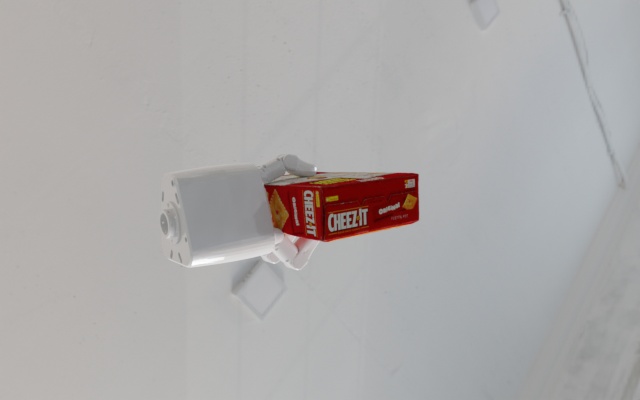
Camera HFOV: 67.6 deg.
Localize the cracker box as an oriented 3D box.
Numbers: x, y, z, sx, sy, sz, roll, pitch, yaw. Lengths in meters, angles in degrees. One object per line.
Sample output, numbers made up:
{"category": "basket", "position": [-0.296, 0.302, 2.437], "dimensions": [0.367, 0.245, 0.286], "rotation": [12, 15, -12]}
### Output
{"category": "cracker box", "position": [0.000, 0.002, 0.648], "dimensions": [0.164, 0.072, 0.213], "rotation": [-10, 9, -37]}
